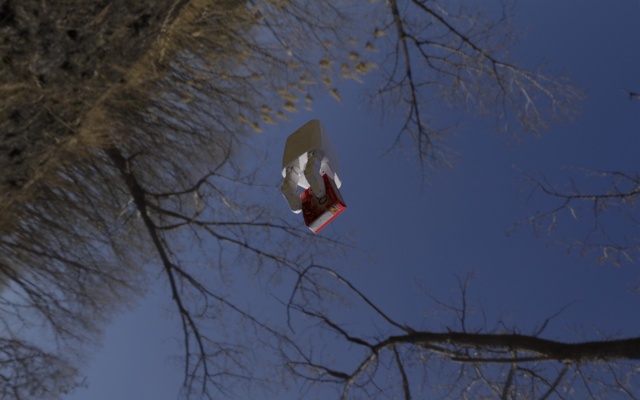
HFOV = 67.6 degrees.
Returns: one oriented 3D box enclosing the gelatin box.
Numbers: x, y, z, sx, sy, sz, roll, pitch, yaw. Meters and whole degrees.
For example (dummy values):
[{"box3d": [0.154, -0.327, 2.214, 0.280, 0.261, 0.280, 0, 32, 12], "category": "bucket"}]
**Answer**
[{"box3d": [0.000, 0.003, 0.841, 0.030, 0.073, 0.089, 40, 17, -35], "category": "gelatin box"}]
